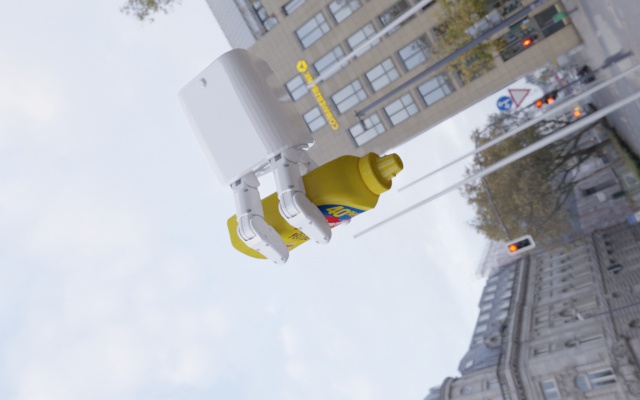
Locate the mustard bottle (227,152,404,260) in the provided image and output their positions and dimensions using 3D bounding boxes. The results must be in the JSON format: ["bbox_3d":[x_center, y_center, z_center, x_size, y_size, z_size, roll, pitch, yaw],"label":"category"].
[{"bbox_3d":[0.000,0.002,0.493,0.192,0.058,0.096,-29,-24,29],"label":"mustard bottle"}]
